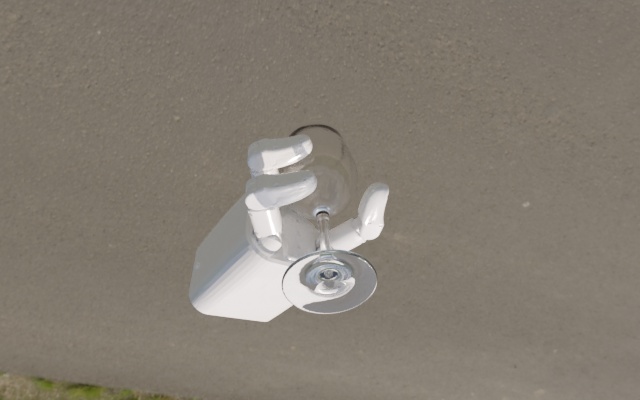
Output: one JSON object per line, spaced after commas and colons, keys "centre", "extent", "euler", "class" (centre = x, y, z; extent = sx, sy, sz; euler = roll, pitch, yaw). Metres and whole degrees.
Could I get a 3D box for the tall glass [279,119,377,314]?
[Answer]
{"centre": [0.000, 0.002, 0.443], "extent": [0.079, 0.079, 0.200], "euler": [0, 40, -5], "class": "tall glass"}
